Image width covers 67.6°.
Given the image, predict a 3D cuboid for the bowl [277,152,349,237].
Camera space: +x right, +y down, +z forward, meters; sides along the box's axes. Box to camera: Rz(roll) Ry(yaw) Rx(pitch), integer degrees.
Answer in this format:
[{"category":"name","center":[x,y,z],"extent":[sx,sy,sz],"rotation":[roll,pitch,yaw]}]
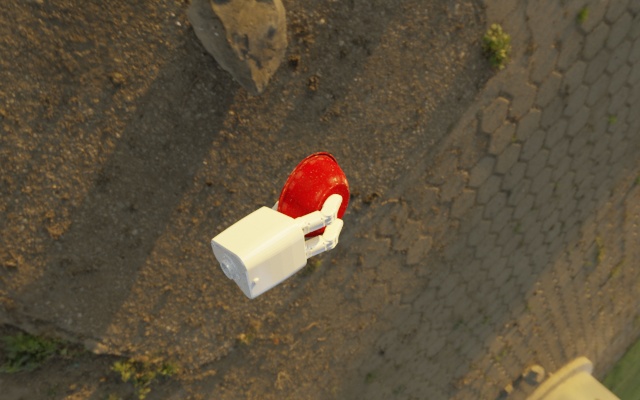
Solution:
[{"category":"bowl","center":[0.001,0.002,0.812],"extent":[0.055,0.162,0.162],"rotation":[27,15,31]}]
